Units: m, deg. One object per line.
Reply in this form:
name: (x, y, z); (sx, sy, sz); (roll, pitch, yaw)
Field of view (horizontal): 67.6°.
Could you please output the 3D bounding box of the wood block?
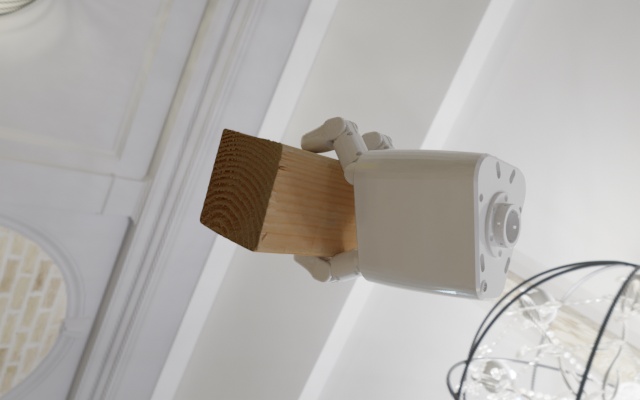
wood block: (0.000, 0.002, 0.472); (0.090, 0.091, 0.206); (20, 6, 43)
